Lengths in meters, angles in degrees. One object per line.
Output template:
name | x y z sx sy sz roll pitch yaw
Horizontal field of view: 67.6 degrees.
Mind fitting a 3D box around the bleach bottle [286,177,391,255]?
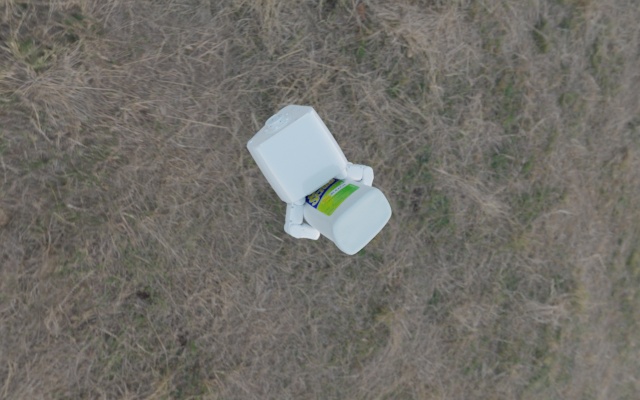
bleach bottle | 0.000 0.003 0.772 0.102 0.068 0.250 -42 29 -15
